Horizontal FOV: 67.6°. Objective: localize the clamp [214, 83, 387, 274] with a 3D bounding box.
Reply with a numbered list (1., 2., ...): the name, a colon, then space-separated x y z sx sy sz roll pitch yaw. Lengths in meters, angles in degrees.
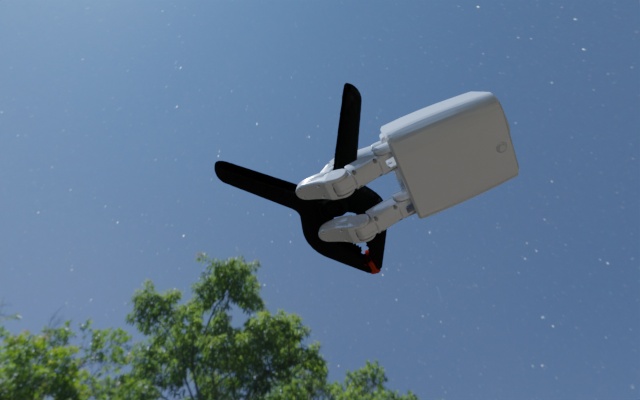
1. clamp: 0.000 0.002 0.508 0.164 0.210 0.036 -22 27 10
